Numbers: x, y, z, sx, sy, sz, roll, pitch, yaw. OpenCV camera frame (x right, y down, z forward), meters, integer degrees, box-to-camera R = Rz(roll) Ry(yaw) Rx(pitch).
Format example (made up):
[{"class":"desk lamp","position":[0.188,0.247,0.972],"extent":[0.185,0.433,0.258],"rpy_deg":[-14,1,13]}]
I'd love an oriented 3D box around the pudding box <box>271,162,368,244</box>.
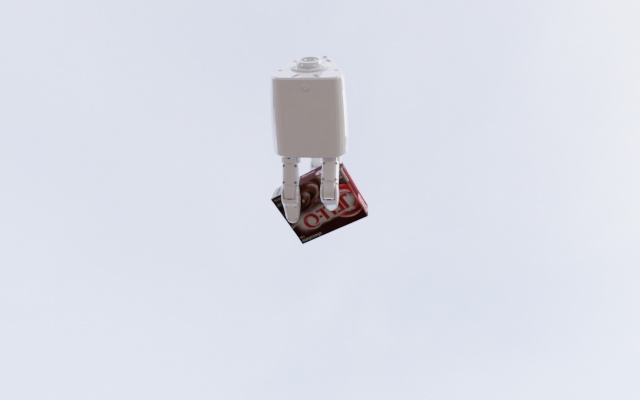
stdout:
[{"class":"pudding box","position":[0.000,0.002,0.688],"extent":[0.113,0.090,0.039],"rpy_deg":[-24,25,20]}]
